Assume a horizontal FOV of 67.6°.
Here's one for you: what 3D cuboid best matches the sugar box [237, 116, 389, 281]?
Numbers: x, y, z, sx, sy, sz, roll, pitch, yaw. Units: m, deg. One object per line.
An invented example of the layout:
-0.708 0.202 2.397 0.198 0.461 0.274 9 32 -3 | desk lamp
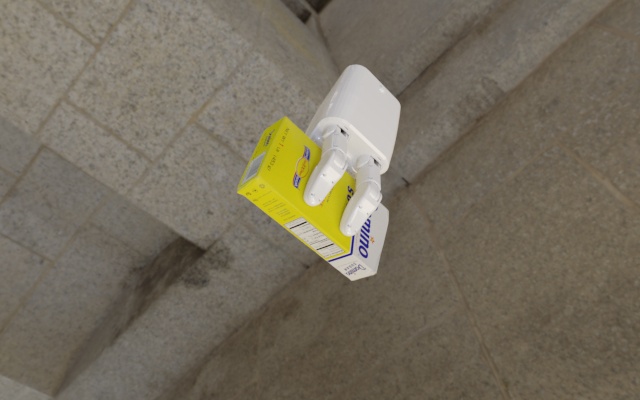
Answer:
0.000 0.001 0.520 0.176 0.093 0.048 38 -41 -24 | sugar box
